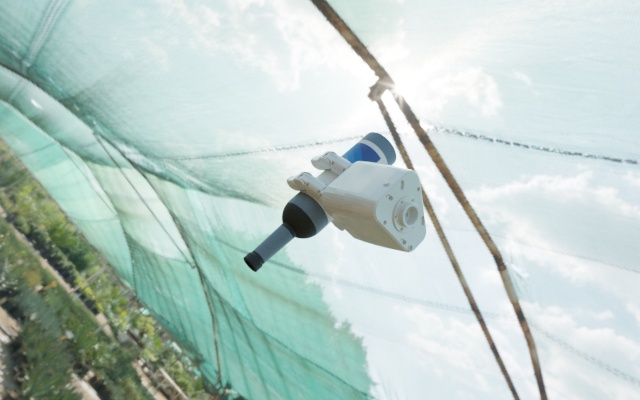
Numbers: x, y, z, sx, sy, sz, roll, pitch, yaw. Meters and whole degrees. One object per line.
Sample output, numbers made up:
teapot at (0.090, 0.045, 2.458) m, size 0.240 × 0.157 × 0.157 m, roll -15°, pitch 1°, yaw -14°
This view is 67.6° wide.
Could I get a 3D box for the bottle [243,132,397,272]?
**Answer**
bottle at (0.000, 0.002, 0.735) m, size 0.295 × 0.069 × 0.069 m, roll -42°, pitch 20°, yaw -24°
